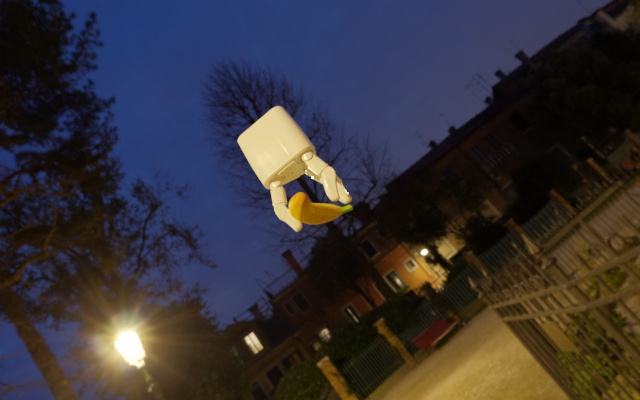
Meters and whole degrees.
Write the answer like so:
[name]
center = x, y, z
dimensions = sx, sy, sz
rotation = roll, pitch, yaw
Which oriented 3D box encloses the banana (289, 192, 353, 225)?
[banana]
center = -0.013, 0.014, 0.818
dimensions = 0.069, 0.037, 0.198
rotation = -37, -18, 19
